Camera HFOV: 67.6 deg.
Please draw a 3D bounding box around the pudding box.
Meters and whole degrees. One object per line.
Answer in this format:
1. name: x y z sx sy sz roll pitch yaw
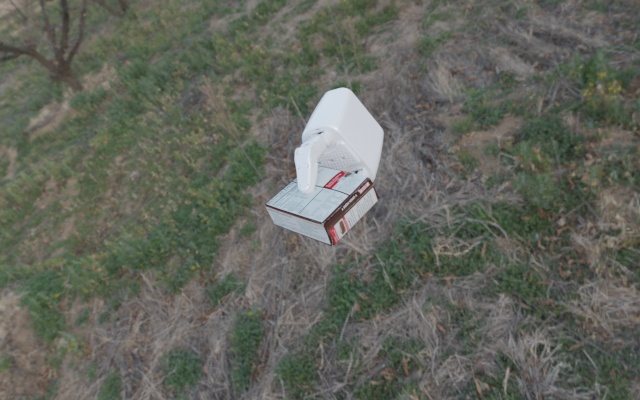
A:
1. pudding box: 0.000 0.002 0.581 0.113 0.039 0.090 15 51 47
